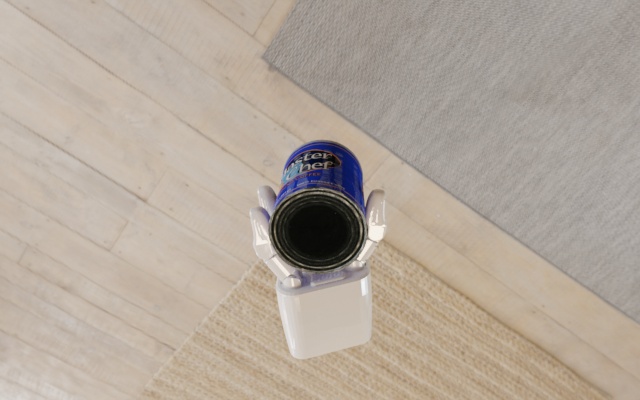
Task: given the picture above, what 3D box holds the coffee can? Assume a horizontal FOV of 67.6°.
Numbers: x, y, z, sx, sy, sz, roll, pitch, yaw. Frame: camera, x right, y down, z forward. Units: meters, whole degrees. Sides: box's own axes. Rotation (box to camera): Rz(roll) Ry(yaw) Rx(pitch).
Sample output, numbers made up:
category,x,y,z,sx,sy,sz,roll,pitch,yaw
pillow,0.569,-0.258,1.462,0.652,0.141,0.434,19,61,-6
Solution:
category,x,y,z,sx,sy,sz,roll,pitch,yaw
coffee can,0.000,0.002,0.548,0.103,0.103,0.140,0,27,3
